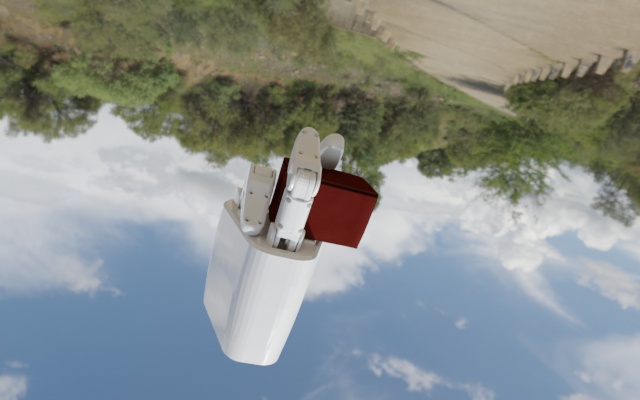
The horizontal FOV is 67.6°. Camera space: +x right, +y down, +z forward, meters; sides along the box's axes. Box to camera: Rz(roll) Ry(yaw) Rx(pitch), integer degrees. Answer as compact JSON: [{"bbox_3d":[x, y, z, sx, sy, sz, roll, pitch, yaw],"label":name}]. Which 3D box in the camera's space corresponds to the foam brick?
[{"bbox_3d":[0.000,0.001,0.409,0.078,0.051,0.053,14,16,-13],"label":"foam brick"}]
